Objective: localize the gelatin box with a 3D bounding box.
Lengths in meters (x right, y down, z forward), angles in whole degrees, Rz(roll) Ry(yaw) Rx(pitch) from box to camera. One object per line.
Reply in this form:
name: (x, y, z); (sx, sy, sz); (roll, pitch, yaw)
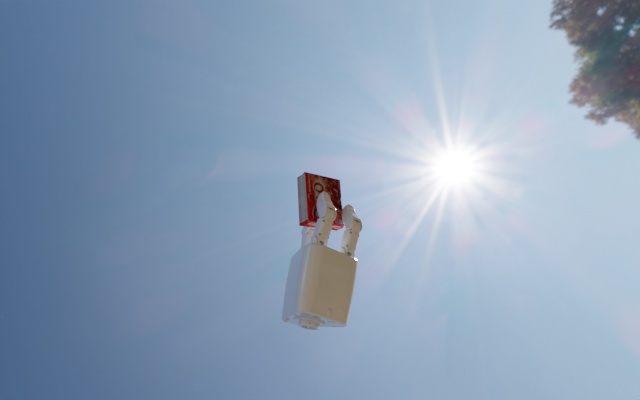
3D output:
gelatin box: (0.000, 0.002, 0.801); (0.073, 0.089, 0.030); (11, -26, -33)
